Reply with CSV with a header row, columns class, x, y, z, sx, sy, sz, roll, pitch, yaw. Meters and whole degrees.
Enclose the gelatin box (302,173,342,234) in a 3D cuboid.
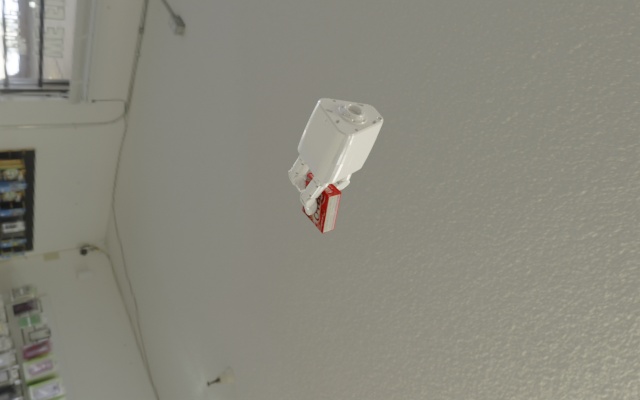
class,x,y,z,sx,sy,sz,roll,pitch,yaw
gelatin box,0.000,0.003,0.867,0.030,0.089,0.073,-16,44,-30
